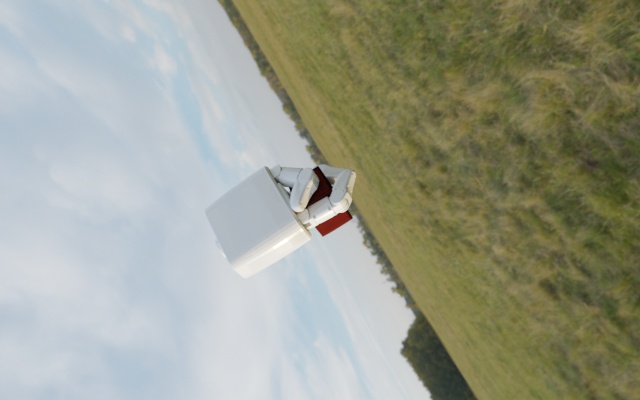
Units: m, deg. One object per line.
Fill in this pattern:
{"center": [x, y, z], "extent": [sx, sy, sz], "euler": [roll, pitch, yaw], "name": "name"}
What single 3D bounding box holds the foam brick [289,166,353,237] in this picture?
{"center": [0.000, 0.002, 0.661], "extent": [0.051, 0.053, 0.078], "euler": [-34, -43, 2], "name": "foam brick"}
